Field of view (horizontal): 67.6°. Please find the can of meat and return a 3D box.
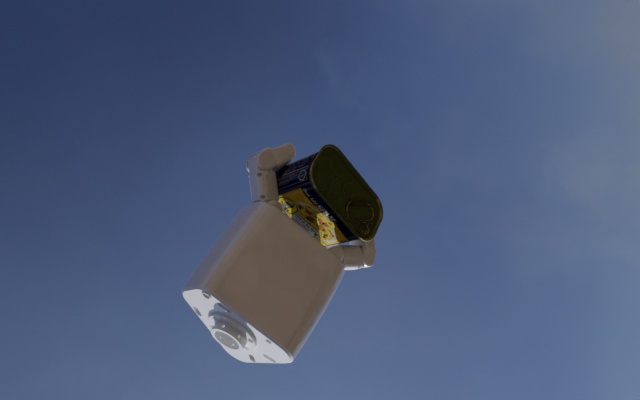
[{"bbox_3d":[0.000,0.002,0.494,0.084,0.057,0.102,-18,-57,44],"label":"can of meat"}]
